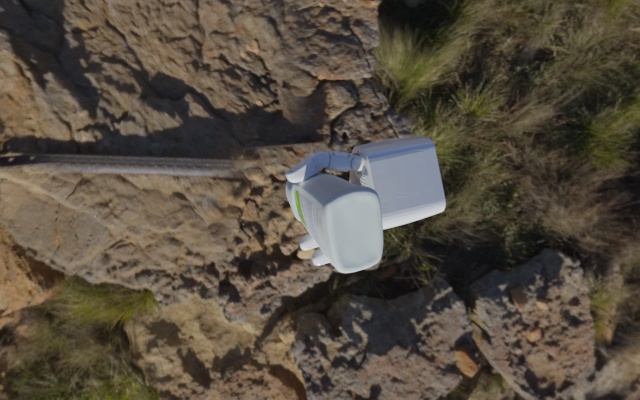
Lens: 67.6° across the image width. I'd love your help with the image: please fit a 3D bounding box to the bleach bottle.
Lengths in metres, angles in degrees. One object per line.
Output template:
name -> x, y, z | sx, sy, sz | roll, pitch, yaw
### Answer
bleach bottle -> 0.000, 0.002, 0.638 | 0.068, 0.103, 0.250 | -13, 20, -15
